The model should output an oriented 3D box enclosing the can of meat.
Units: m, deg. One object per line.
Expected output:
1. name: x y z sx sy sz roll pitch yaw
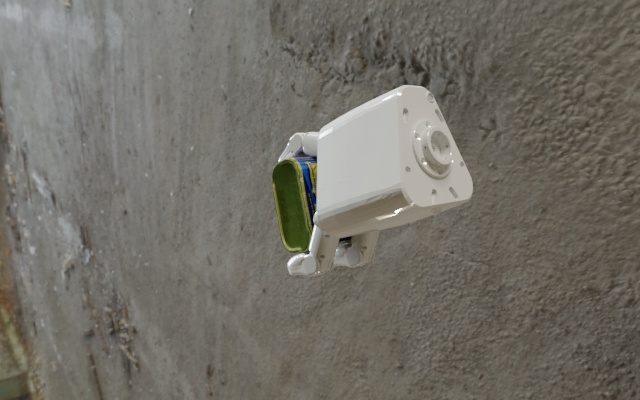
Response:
1. can of meat: 0.000 0.002 0.509 0.084 0.102 0.057 -8 -5 -39
